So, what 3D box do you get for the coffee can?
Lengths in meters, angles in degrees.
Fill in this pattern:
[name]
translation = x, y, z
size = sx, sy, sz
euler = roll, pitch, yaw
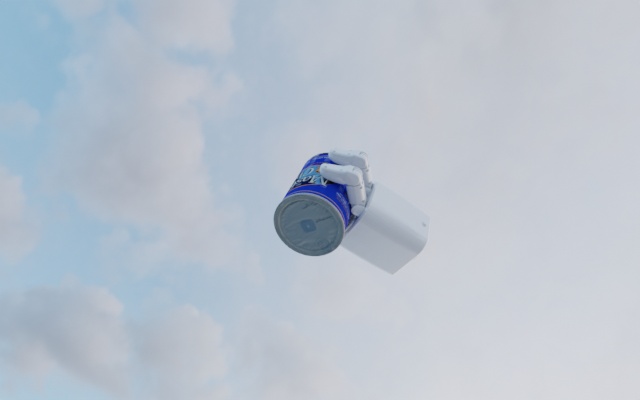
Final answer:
[coffee can]
translation = 0.000, 0.002, 0.722
size = 0.103, 0.103, 0.140
euler = 0, 30, 17
